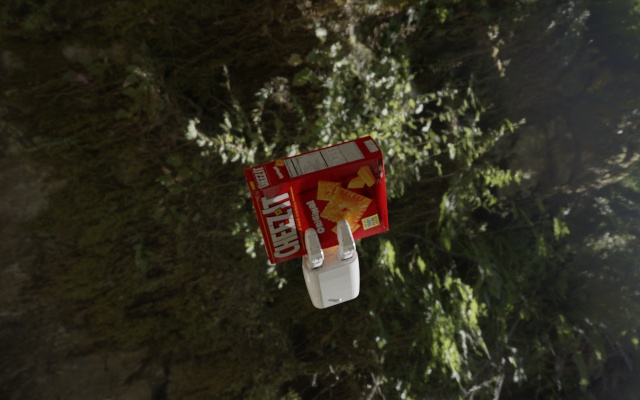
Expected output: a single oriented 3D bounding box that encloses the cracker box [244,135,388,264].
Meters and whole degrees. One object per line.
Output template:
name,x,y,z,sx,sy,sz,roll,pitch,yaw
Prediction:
cracker box,0.000,0.002,0.784,0.213,0.164,0.072,-16,40,-8
